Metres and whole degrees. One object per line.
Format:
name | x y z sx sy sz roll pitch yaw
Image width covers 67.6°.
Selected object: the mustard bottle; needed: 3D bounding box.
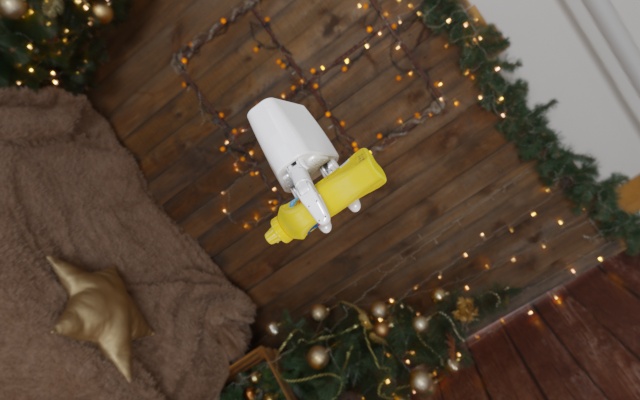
mustard bottle | 0.001 0.002 0.676 0.191 0.058 0.096 -35 6 11
